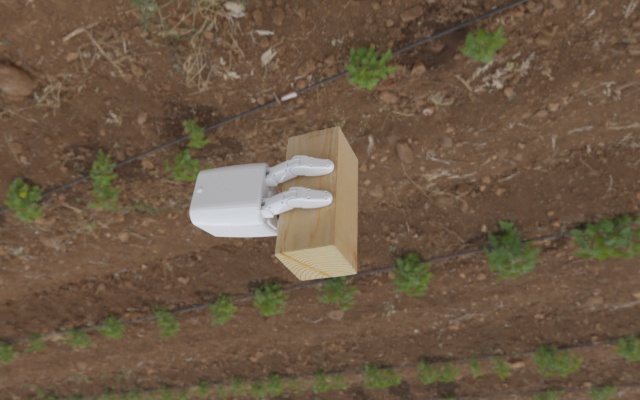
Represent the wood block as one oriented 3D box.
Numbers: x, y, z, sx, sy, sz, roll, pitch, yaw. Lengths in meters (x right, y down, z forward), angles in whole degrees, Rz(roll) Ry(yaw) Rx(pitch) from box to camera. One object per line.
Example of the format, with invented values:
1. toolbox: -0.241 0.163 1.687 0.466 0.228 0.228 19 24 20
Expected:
1. wood block: 0.000 0.003 0.710 0.090 0.206 0.091 -11 -36 20
